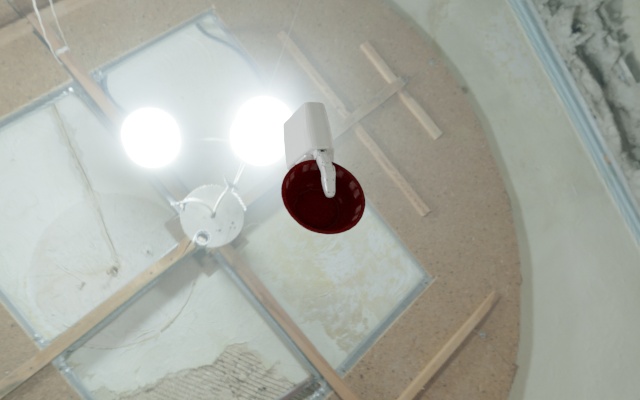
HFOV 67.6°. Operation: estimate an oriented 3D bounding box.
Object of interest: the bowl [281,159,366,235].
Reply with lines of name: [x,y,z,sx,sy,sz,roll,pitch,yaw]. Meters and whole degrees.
bowl: [0.000,0.004,0.899,0.162,0.162,0.055,0,-31,-18]
